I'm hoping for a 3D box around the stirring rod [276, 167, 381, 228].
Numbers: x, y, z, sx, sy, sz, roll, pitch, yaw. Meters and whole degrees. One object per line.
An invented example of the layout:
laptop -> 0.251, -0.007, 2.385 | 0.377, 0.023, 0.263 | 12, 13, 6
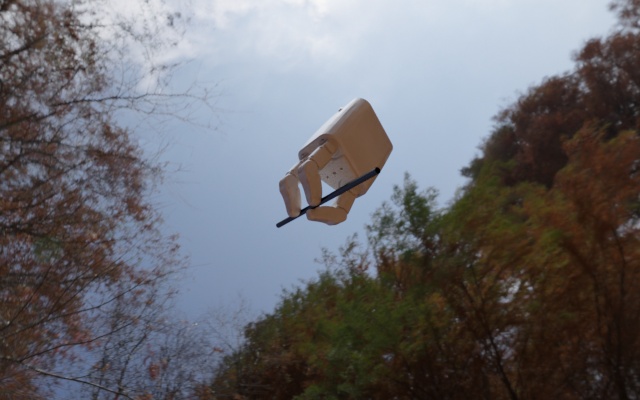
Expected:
stirring rod -> 0.000, 0.002, 0.631 | 0.011, 0.011, 0.239 | 0, -17, -34
